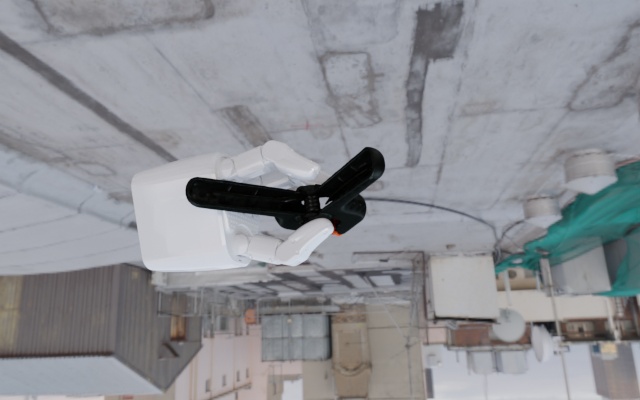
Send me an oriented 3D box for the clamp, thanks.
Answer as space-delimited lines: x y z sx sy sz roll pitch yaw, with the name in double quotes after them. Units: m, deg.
0.000 0.002 0.454 0.164 0.036 0.210 -10 -16 20 "clamp"
